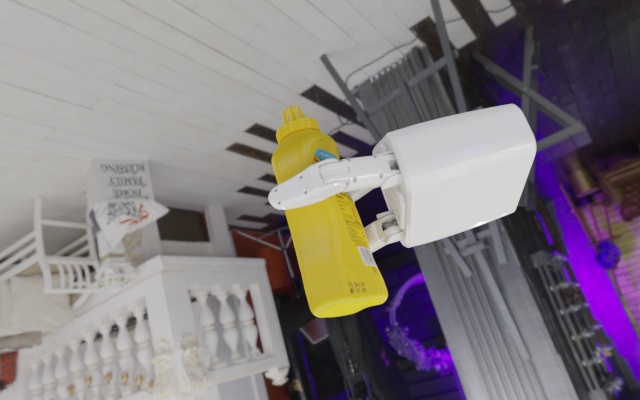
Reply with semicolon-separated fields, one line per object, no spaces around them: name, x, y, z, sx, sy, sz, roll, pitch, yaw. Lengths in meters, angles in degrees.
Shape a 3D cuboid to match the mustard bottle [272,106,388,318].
mustard bottle;0.000;0.002;0.416;0.058;0.191;0.096;-24;-20;19
